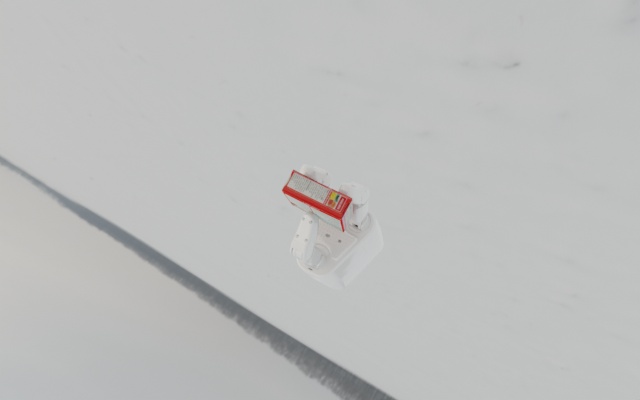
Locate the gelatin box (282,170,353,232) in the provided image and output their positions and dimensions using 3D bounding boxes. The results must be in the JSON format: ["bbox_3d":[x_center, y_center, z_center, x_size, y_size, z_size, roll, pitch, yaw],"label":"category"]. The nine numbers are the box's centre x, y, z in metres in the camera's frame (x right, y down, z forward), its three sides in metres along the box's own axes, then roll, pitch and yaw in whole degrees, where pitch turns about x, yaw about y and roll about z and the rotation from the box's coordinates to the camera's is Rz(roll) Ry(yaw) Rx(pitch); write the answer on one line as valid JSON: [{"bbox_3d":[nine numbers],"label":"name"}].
[{"bbox_3d":[0.000,0.002,0.549,0.073,0.030,0.089,27,-8,10],"label":"gelatin box"}]
